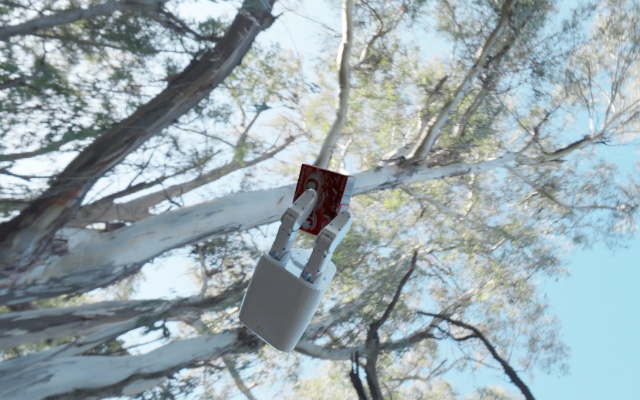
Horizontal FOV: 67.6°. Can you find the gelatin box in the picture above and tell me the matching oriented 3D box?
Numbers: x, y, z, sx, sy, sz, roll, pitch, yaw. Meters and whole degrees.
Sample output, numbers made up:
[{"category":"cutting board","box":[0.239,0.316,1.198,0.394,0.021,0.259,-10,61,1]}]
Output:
[{"category":"gelatin box","box":[0.000,0.002,0.636,0.073,0.089,0.030,18,6,29]}]
